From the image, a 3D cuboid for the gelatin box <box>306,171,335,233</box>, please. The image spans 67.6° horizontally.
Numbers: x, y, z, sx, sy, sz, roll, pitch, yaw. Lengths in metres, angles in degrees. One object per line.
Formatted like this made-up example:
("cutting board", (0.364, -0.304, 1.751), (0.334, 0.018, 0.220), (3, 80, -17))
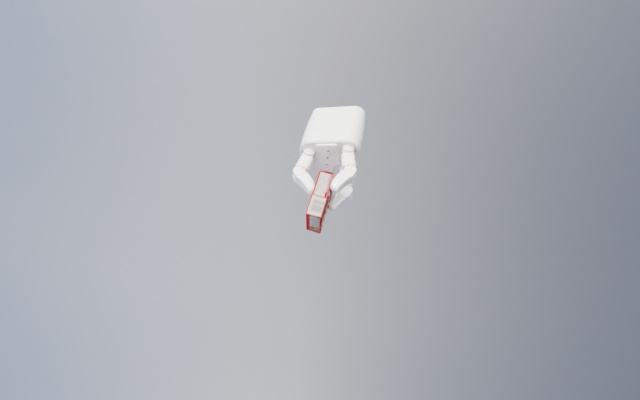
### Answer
("gelatin box", (0.000, 0.003, 0.837), (0.030, 0.089, 0.073), (15, -25, 5))
